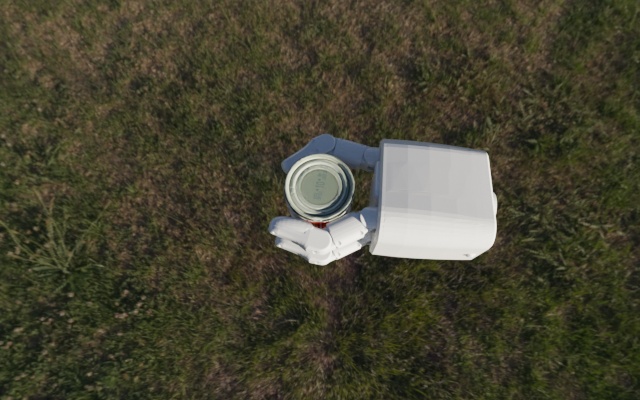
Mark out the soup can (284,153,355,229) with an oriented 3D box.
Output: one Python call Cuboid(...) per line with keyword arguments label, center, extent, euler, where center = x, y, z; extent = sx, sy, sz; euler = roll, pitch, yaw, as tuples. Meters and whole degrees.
Cuboid(label="soup can", center=(0.000, 0.001, 0.485), extent=(0.068, 0.068, 0.102), euler=(0, -17, 1))
